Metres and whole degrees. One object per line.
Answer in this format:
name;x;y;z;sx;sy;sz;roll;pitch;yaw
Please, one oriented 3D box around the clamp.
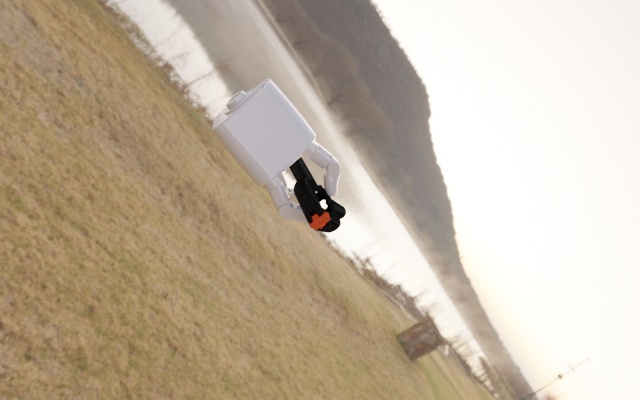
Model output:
clamp;0.001;0.002;0.747;0.036;0.165;0.210;-38;24;10
